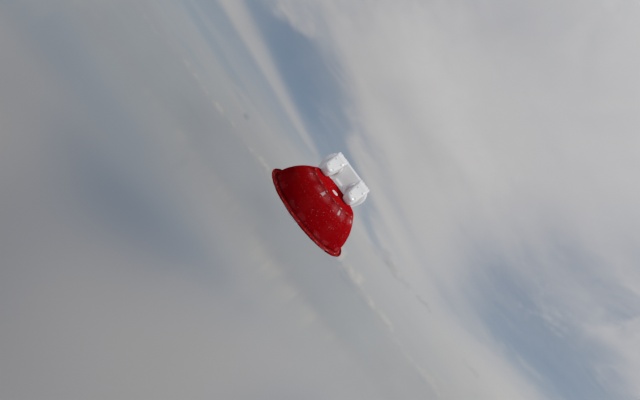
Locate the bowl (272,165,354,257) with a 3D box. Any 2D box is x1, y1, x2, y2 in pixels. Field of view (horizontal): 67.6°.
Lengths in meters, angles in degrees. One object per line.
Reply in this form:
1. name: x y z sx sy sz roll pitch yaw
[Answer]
1. bowl: 0.000 0.002 0.705 0.055 0.162 0.162 -37 -9 12
